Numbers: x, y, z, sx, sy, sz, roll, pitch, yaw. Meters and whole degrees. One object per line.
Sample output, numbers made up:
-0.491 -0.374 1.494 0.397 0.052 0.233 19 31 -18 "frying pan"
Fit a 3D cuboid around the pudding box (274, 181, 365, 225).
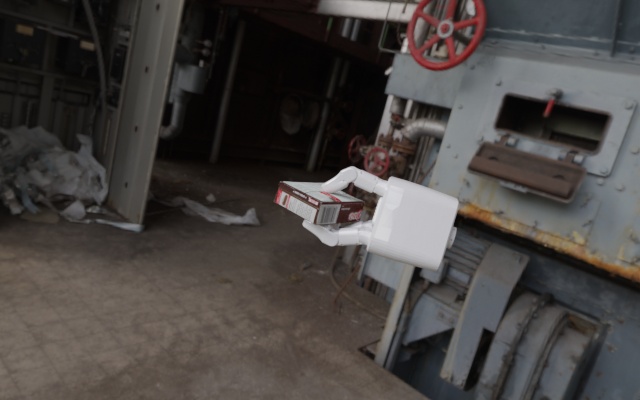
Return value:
0.000 0.002 0.733 0.090 0.039 0.113 26 15 36 "pudding box"
